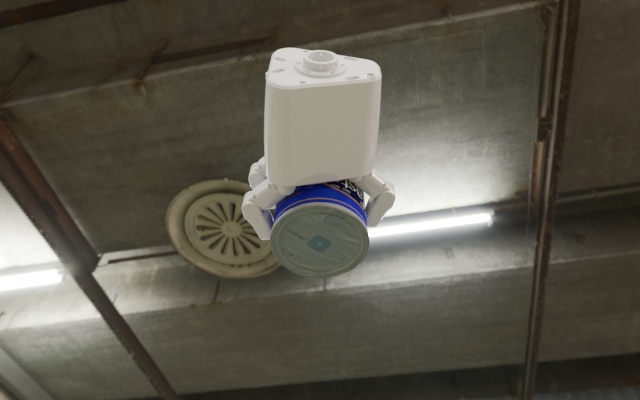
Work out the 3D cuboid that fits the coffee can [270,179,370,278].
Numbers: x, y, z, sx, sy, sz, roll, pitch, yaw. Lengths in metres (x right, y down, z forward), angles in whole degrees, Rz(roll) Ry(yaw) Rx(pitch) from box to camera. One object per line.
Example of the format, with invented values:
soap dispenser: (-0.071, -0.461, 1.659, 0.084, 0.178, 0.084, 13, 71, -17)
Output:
coffee can: (0.000, 0.002, 0.543, 0.103, 0.103, 0.140, 0, 39, 1)
